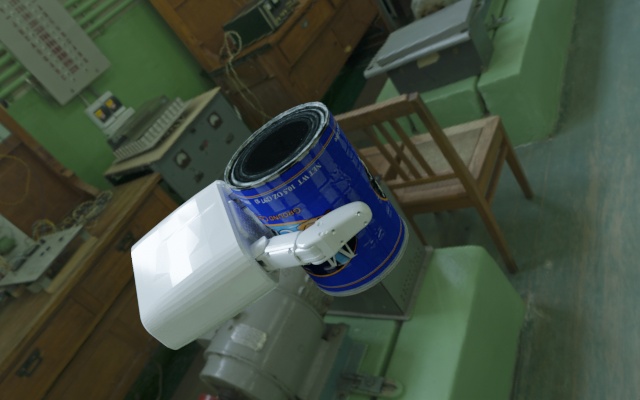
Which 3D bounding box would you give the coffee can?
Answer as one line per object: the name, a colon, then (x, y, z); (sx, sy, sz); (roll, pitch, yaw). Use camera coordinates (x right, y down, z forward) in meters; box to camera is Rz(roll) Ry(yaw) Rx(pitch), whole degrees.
coffee can: (0.000, 0.001, 0.418); (0.103, 0.102, 0.140); (0, -43, 47)
